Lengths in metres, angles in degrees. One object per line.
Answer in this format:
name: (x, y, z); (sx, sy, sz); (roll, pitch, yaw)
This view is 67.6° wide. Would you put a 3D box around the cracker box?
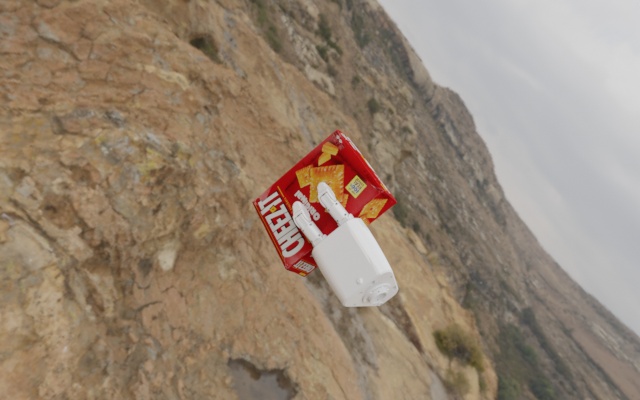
cracker box: (0.000, 0.003, 0.842); (0.214, 0.164, 0.072); (-39, -35, 11)
